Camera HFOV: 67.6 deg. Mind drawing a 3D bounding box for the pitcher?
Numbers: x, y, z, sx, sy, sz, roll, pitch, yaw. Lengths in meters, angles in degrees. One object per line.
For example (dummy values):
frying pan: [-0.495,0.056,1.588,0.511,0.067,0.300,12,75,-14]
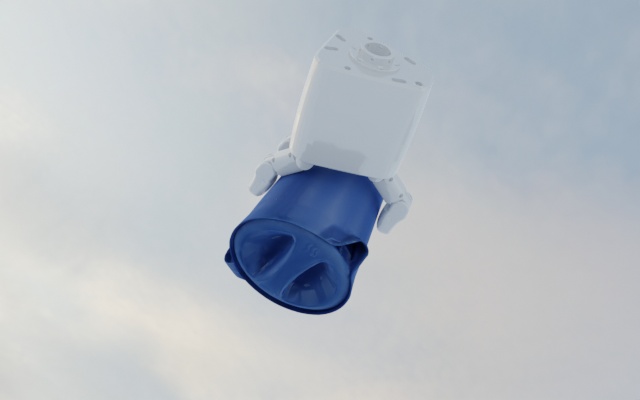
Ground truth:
pitcher: [0.000,0.002,0.560,0.149,0.145,0.242,24,44,7]
